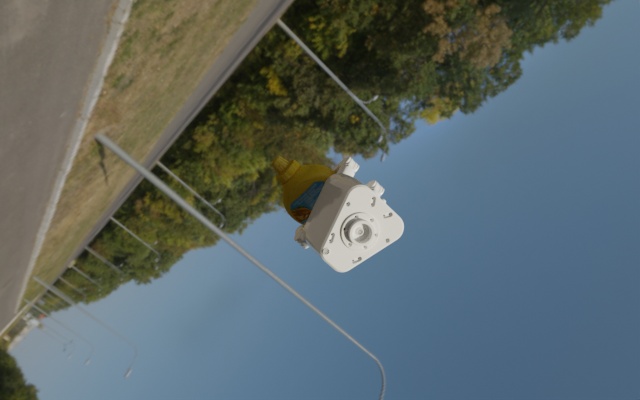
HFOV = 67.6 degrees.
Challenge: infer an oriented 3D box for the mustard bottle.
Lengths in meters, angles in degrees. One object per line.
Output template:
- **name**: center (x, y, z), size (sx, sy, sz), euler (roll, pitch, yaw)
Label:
- **mustard bottle**: center (0.000, 0.002, 0.732), size (0.096, 0.192, 0.058), euler (-41, 16, 22)
